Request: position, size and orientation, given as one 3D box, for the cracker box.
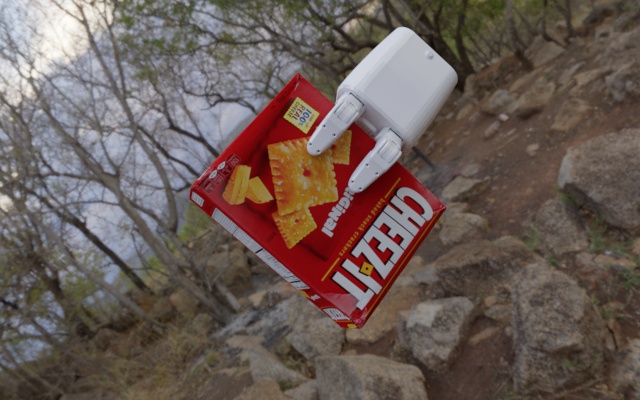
[{"bbox_3d":[0.000,0.002,0.496,0.214,0.164,0.072,41,-19,-5],"label":"cracker box"}]
